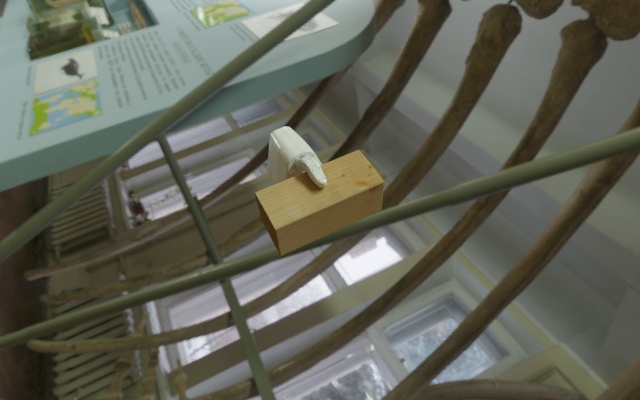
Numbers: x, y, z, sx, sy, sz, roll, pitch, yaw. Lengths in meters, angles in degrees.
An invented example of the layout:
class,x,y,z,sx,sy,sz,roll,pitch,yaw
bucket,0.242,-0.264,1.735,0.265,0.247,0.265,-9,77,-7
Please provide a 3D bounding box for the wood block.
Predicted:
class,x,y,z,sx,sy,sz,roll,pitch,yaw
wood block,0.000,0.002,0.851,0.206,0.090,0.091,-24,-35,-13
